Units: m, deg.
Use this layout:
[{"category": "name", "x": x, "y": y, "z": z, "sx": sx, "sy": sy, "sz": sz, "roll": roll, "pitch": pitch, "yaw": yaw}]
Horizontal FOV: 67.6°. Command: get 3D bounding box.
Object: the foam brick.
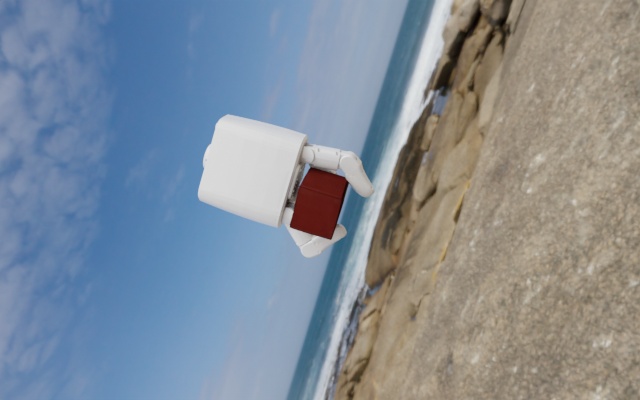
[{"category": "foam brick", "x": 0.000, "y": 0.002, "z": 0.555, "sx": 0.051, "sy": 0.053, "sz": 0.078, "roll": 17, "pitch": 22, "yaw": 2}]
